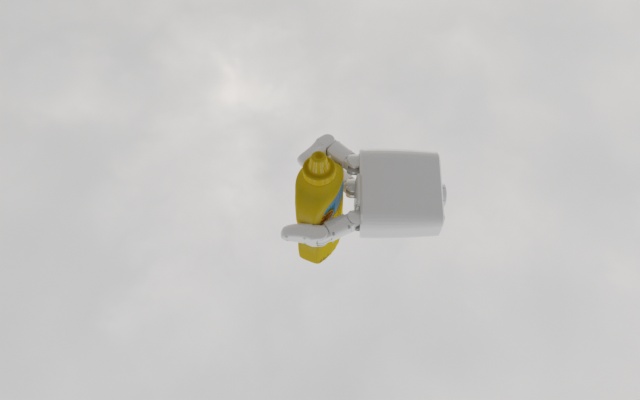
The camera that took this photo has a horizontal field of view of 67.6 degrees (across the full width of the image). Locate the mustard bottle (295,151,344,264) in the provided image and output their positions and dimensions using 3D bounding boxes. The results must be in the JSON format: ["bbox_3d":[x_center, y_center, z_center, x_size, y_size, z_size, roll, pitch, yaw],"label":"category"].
[{"bbox_3d":[0.000,0.002,0.643,0.058,0.096,0.192,21,-31,14],"label":"mustard bottle"}]
